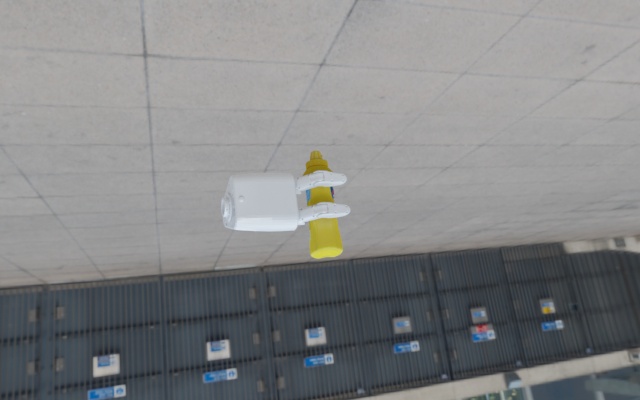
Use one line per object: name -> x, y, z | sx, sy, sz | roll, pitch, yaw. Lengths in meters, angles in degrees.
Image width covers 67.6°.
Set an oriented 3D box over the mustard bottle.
mustard bottle -> 0.000, 0.003, 0.855 | 0.058, 0.191, 0.096 | -7, -15, -1
